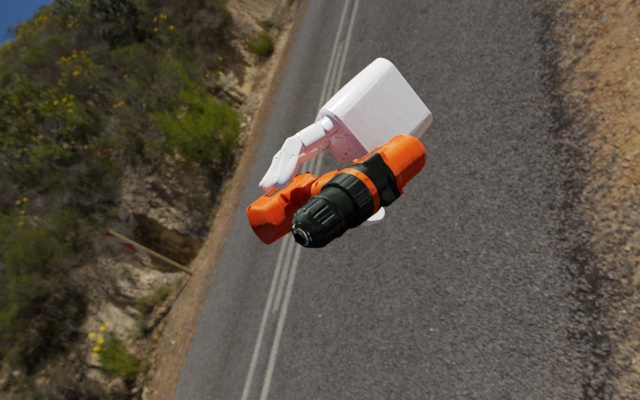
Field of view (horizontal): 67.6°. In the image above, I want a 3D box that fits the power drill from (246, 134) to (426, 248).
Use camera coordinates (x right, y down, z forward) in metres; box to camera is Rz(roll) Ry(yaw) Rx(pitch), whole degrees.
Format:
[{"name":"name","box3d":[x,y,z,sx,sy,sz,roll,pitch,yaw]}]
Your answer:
[{"name":"power drill","box3d":[0.000,0.002,0.509,0.184,0.057,0.188,-34,12,-38]}]
